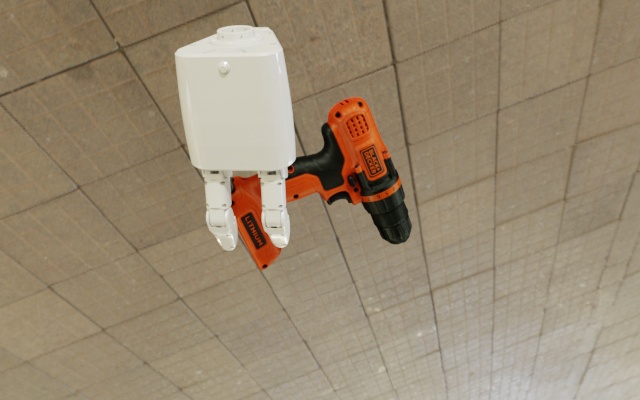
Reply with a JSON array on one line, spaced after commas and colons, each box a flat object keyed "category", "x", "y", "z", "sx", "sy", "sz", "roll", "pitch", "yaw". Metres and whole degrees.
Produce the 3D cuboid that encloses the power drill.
[{"category": "power drill", "x": 0.000, "y": 0.002, "z": 0.536, "sx": 0.187, "sy": 0.184, "sz": 0.057, "roll": -27, "pitch": 22, "yaw": -4}]
